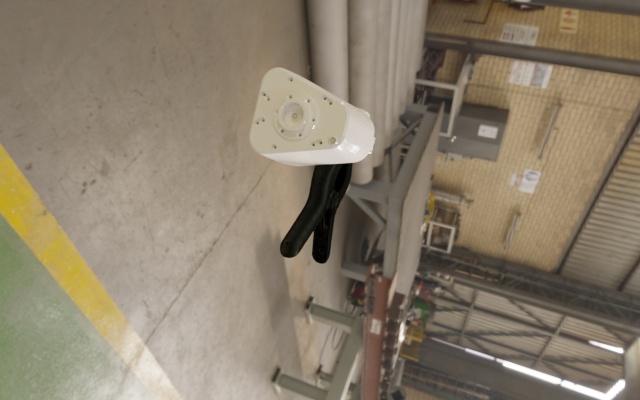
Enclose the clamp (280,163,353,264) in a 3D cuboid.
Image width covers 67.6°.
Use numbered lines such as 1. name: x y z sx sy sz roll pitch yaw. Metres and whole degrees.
1. clamp: 0.001 0.002 0.602 0.039 0.171 0.120 15 4 18
